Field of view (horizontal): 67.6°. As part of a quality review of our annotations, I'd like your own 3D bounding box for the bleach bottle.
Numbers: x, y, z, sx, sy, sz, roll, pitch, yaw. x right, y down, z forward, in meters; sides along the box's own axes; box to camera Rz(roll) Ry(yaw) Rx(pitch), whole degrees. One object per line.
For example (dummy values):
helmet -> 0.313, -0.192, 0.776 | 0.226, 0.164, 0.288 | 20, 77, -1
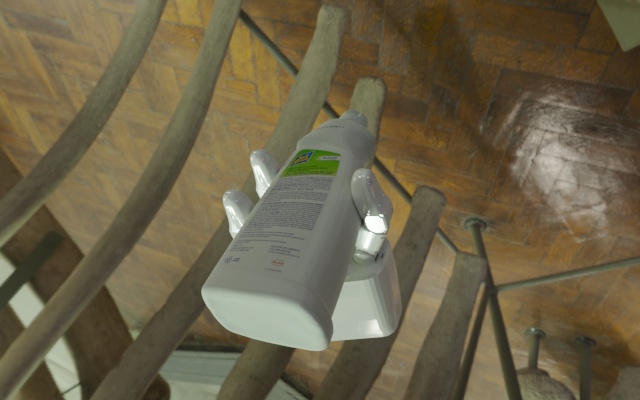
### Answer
bleach bottle -> 0.000, 0.001, 0.422 | 0.102, 0.068, 0.250 | 3, 45, 26
